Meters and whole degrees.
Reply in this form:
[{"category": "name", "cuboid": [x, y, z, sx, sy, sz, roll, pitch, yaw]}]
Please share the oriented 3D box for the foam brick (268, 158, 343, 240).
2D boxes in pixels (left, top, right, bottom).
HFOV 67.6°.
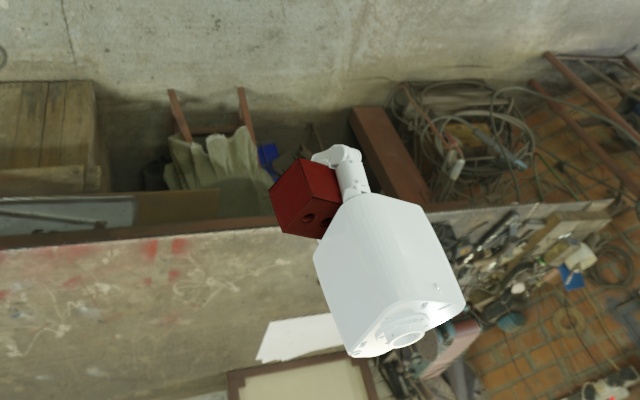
[{"category": "foam brick", "cuboid": [0.000, 0.001, 0.459, 0.078, 0.051, 0.053, 13, -46, -38]}]
